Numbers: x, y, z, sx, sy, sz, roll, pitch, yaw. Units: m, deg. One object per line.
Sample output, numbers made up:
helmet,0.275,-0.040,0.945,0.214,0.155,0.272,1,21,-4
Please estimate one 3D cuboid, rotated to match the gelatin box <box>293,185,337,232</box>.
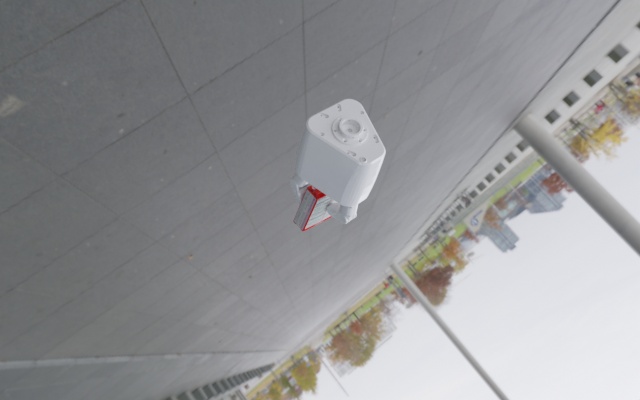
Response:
gelatin box,0.000,0.003,0.785,0.073,0.030,0.089,-26,-27,-37
